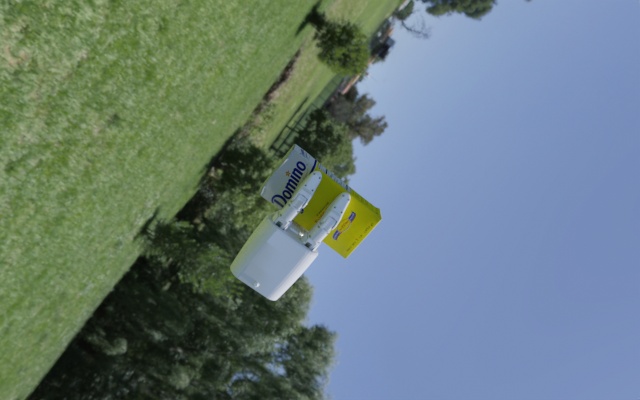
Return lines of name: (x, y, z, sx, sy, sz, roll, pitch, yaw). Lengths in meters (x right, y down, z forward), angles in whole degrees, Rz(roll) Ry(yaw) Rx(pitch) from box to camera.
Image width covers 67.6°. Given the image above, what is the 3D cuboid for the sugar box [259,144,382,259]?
sugar box: (0.000, 0.003, 0.748, 0.176, 0.093, 0.048, 36, 17, -12)
